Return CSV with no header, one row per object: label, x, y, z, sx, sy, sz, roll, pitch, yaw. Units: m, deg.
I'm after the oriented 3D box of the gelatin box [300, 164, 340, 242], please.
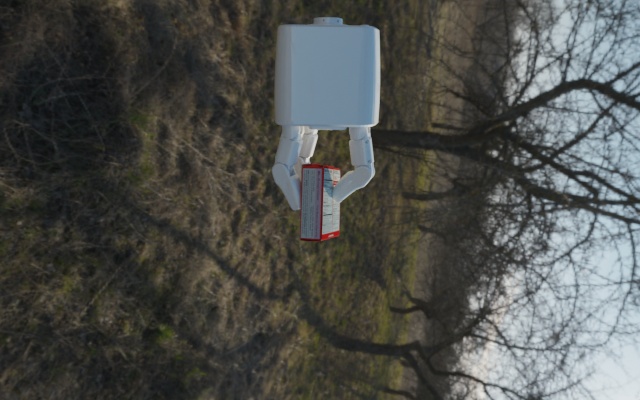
gelatin box,0.001,0.002,0.574,0.030,0.089,0.073,1,1,18
